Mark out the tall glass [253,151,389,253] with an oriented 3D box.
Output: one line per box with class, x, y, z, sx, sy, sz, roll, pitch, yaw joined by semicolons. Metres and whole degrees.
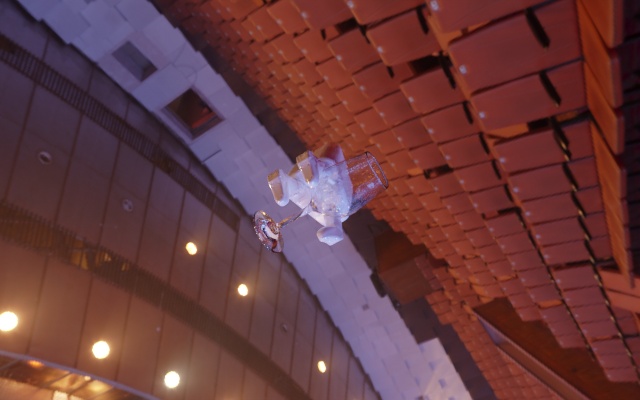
tall glass;0.000;0.003;0.716;0.201;0.079;0.079;-30;-11;19
